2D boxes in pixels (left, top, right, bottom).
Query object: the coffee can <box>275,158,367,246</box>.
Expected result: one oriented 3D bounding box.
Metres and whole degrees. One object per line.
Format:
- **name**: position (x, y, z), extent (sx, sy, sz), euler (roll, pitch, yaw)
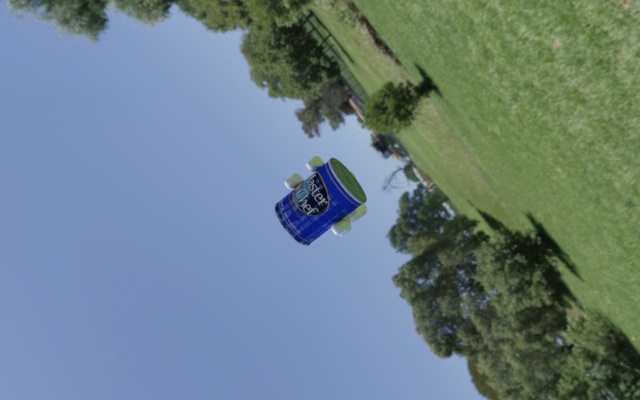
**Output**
- **coffee can**: position (0.000, 0.003, 0.889), extent (0.140, 0.103, 0.103), euler (-38, -13, 17)
